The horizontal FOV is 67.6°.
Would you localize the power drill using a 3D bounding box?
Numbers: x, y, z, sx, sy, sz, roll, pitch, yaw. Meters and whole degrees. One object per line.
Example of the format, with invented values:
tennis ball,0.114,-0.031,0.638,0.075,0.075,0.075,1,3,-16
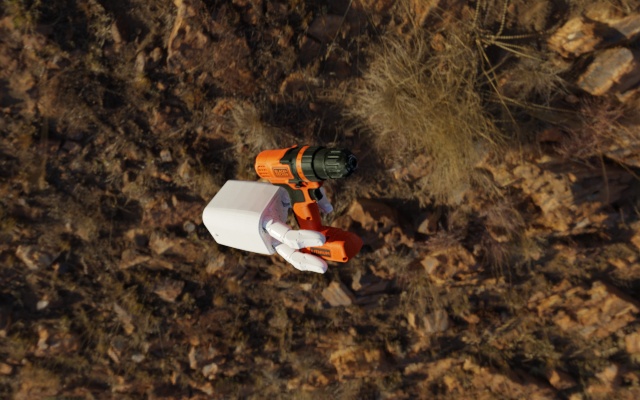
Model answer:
power drill,0.000,0.003,0.723,0.184,0.188,0.057,5,35,43
